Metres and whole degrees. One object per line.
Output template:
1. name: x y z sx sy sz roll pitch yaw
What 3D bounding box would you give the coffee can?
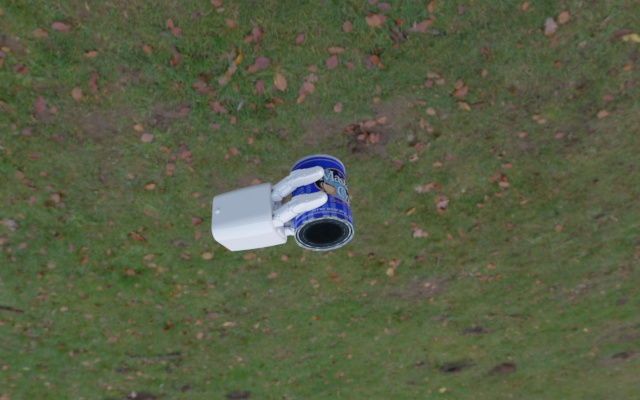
1. coffee can: 0.000 0.003 0.846 0.103 0.140 0.103 -4 -37 -3
